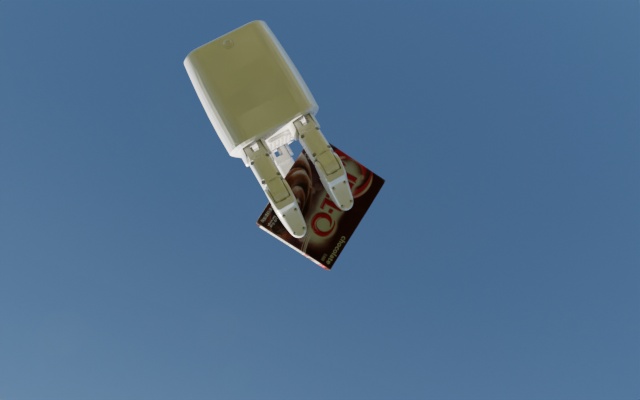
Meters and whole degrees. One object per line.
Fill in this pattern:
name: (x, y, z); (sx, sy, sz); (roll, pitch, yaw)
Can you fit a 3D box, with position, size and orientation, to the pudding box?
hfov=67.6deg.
pudding box: (0.000, 0.002, 0.499); (0.090, 0.113, 0.039); (33, -7, -4)
